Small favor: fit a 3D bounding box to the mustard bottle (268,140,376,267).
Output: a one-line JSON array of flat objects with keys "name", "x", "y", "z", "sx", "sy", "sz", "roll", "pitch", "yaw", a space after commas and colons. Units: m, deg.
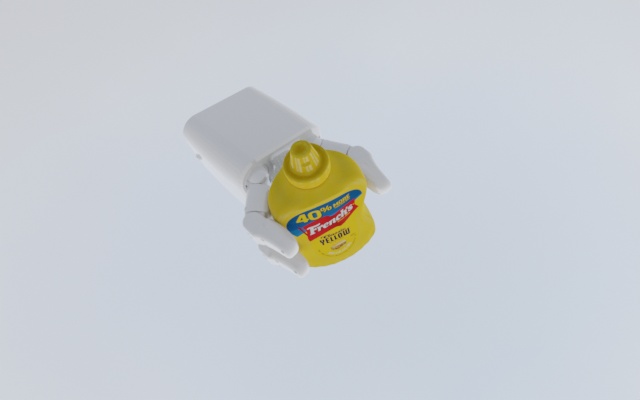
[{"name": "mustard bottle", "x": 0.000, "y": 0.002, "z": 0.472, "sx": 0.096, "sy": 0.058, "sz": 0.192, "roll": -23, "pitch": -30, "yaw": -2}]
